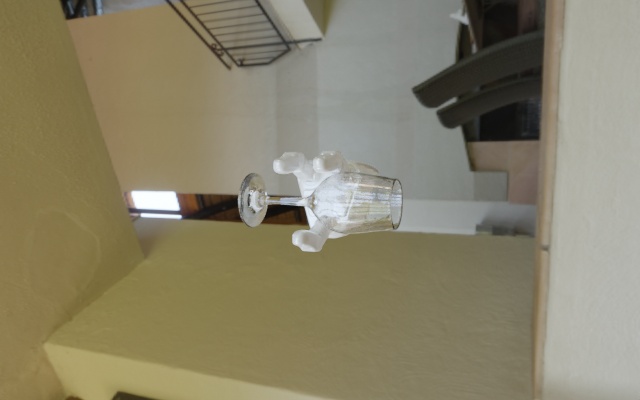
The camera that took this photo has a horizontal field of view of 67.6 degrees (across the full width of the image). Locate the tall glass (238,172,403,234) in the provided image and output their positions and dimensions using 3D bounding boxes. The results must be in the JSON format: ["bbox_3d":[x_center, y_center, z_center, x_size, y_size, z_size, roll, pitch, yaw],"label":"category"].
[{"bbox_3d":[-0.001,0.002,0.610,0.201,0.079,0.079,2,1,23],"label":"tall glass"}]
